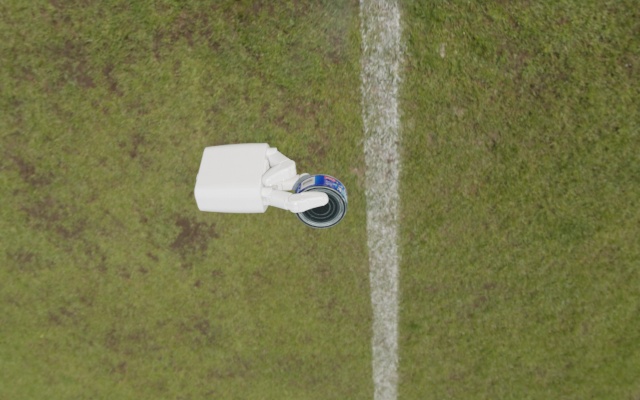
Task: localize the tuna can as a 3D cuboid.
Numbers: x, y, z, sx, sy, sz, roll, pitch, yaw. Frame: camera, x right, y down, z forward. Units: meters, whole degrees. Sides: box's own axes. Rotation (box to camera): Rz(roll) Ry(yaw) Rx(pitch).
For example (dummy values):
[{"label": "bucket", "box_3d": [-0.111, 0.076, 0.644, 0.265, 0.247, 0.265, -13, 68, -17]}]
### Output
[{"label": "tuna can", "box_3d": [0.000, 0.003, 0.760, 0.086, 0.086, 0.033, 0, 36, 2]}]
